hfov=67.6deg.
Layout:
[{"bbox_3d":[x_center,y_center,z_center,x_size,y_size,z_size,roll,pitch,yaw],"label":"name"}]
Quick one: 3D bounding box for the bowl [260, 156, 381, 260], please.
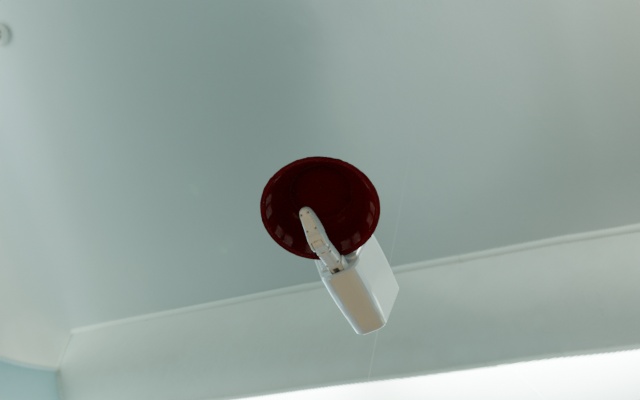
[{"bbox_3d":[0.000,0.001,0.660,0.162,0.162,0.055,0,31,2],"label":"bowl"}]
